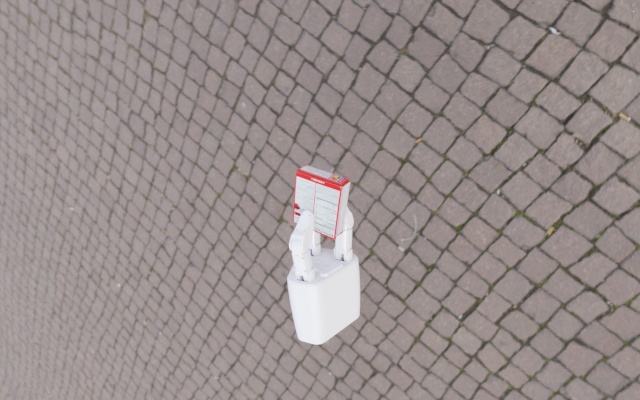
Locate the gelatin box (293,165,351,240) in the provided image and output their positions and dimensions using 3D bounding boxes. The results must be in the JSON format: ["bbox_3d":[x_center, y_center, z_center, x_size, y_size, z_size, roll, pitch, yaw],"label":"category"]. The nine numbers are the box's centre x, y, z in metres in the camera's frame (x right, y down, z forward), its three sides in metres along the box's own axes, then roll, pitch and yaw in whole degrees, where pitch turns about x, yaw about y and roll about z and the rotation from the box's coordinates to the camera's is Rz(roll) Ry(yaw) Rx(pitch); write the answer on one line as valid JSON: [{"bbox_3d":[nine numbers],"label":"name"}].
[{"bbox_3d":[0.000,0.002,0.674,0.073,0.089,0.030,20,34,24],"label":"gelatin box"}]
